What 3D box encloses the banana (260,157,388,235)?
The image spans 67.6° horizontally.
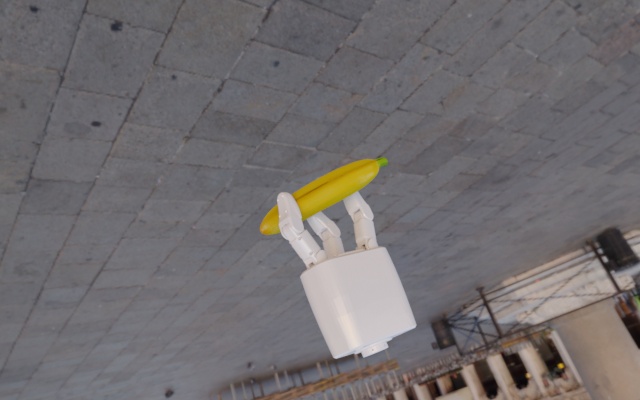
[{"bbox_3d":[-0.002,-0.002,0.615,0.198,0.037,0.069,-28,-15,11],"label":"banana"}]
